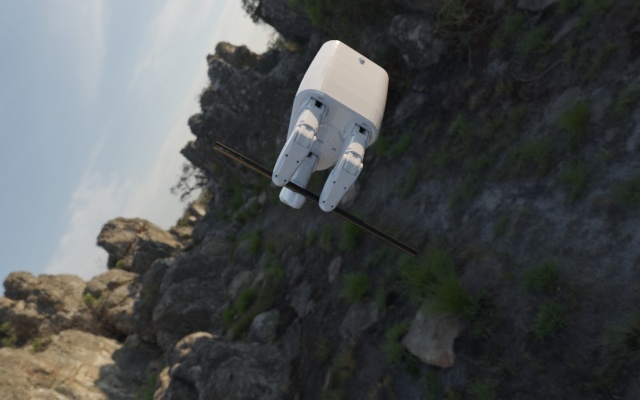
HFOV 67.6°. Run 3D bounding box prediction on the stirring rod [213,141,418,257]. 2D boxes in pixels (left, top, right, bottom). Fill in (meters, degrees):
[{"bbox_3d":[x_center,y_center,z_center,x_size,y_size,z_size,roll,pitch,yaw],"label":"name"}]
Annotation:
[{"bbox_3d":[0.000,0.002,0.492,0.239,0.011,0.011,29,-7,-13],"label":"stirring rod"}]
